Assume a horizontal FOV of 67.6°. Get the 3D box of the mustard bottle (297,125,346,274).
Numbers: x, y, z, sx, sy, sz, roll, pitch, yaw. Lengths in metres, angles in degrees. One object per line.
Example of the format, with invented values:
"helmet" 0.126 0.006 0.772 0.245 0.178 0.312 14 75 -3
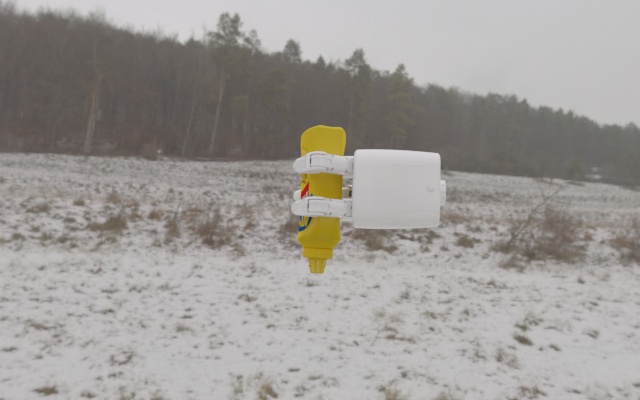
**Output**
"mustard bottle" 0.000 0.002 0.646 0.058 0.191 0.096 4 -6 -15
